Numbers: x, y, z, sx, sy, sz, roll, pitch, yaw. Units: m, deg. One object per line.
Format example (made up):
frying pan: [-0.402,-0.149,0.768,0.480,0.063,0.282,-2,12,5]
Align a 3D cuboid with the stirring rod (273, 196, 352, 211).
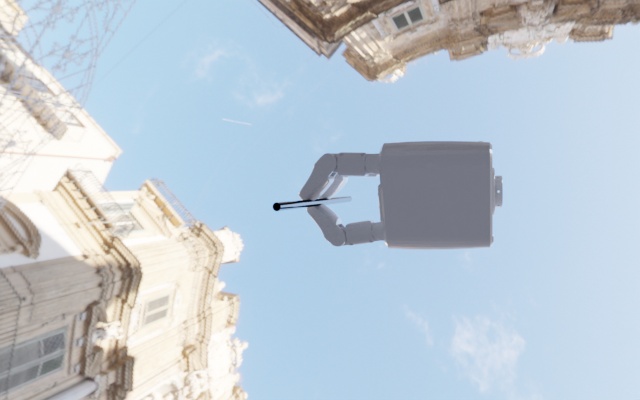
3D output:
stirring rod: [0.000,0.002,0.538,0.011,0.011,0.239,0,2,19]
